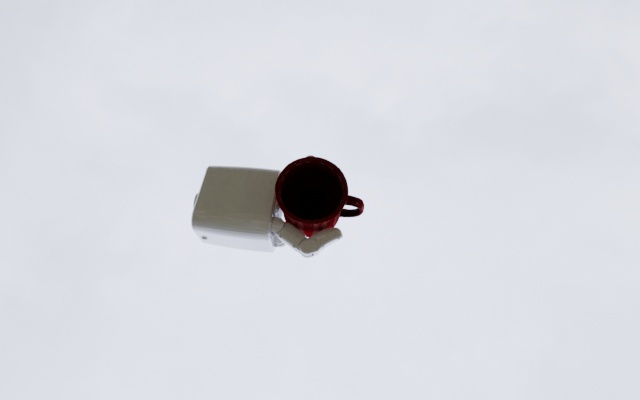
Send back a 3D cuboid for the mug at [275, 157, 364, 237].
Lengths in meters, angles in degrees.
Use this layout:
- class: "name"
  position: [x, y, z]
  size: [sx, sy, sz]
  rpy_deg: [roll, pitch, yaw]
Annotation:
- class: "mug"
  position: [0.002, 0.002, 0.637]
  size: [0.117, 0.093, 0.081]
  rpy_deg: [7, -21, 2]
